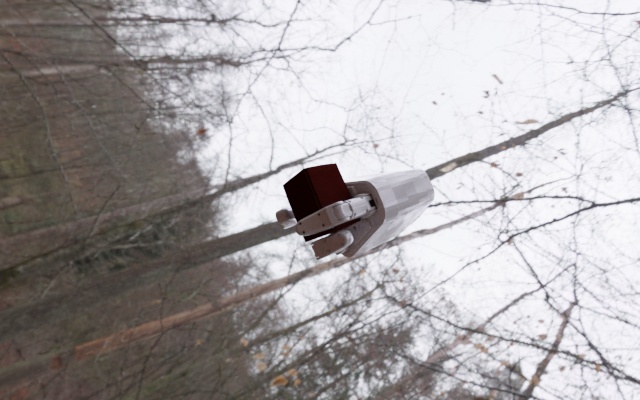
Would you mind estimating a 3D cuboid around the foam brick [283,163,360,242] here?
[{"bbox_3d":[0.000,0.002,0.568,0.051,0.078,0.053,-17,-8,-40],"label":"foam brick"}]
